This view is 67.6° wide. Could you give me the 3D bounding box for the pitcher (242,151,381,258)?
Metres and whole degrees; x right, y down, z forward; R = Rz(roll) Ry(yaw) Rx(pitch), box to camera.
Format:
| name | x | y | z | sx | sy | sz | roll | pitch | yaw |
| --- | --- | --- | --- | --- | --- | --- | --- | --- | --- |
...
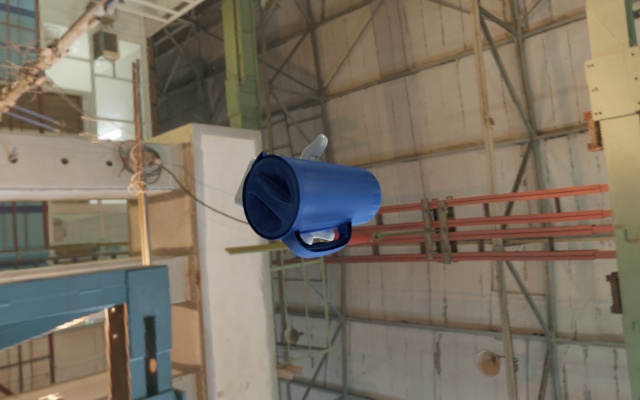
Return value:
| name | x | y | z | sx | sy | sz | roll | pitch | yaw |
| --- | --- | --- | --- | --- | --- | --- | --- | --- | --- |
| pitcher | 0.000 | 0.003 | 0.821 | 0.145 | 0.149 | 0.243 | 18 | 13 | 41 |
